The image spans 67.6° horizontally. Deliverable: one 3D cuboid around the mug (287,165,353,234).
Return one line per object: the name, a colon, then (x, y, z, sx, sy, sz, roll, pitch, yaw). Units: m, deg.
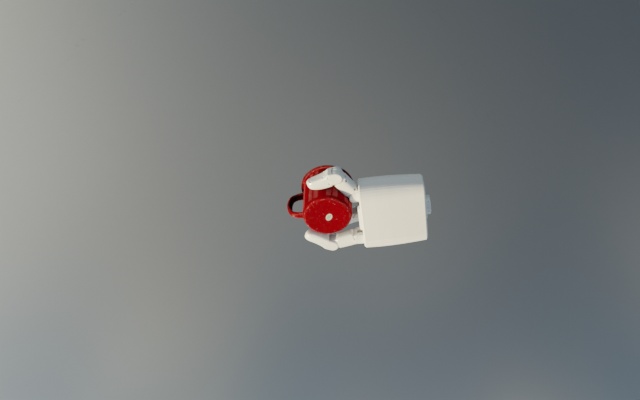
mug: (-0.001, 0.003, 0.809, 0.117, 0.093, 0.081, -8, 39, 8)
